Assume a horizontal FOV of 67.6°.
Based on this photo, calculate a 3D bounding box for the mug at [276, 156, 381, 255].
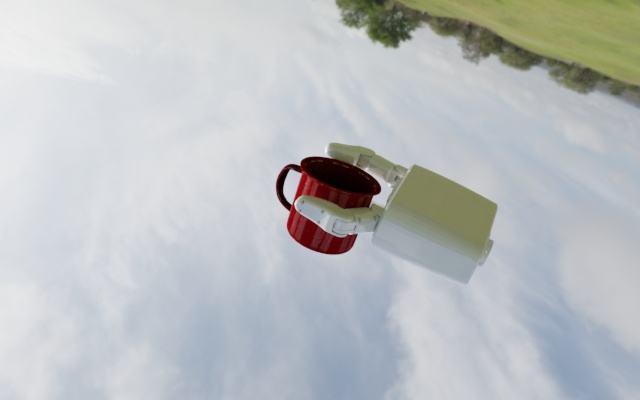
[{"bbox_3d":[-0.001,0.001,0.536,0.117,0.081,0.093,26,24,15],"label":"mug"}]
